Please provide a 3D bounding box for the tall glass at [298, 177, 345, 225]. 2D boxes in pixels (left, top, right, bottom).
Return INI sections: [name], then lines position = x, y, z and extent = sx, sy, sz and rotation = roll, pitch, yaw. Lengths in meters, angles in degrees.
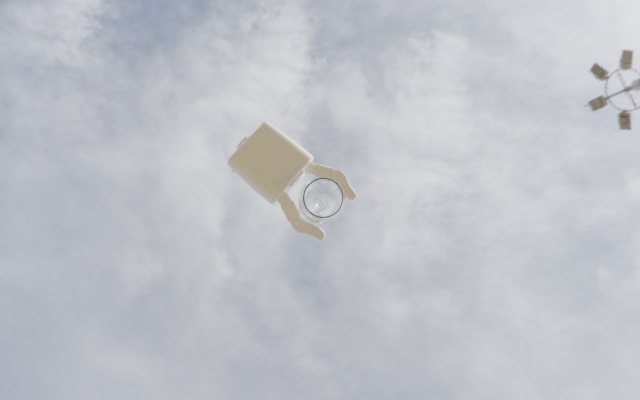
[tall glass]
position = 0.000, 0.003, 0.825
extent = 0.079, 0.079, 0.201
rotation = 0, -4, -3
